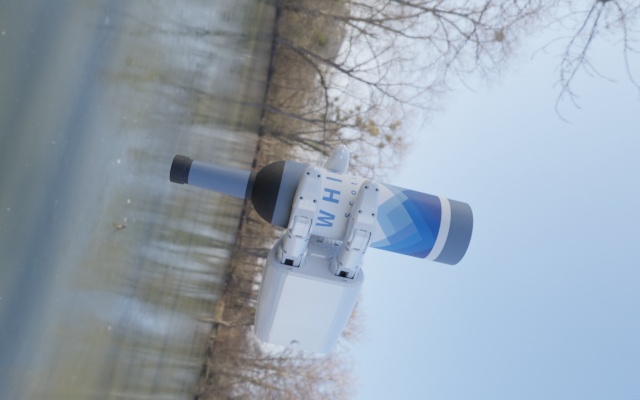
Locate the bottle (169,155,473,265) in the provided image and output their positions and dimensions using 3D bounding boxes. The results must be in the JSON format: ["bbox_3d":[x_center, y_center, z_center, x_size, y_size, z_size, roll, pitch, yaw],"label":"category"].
[{"bbox_3d":[0.000,0.002,0.478,0.296,0.069,0.069,13,-1,-6],"label":"bottle"}]
